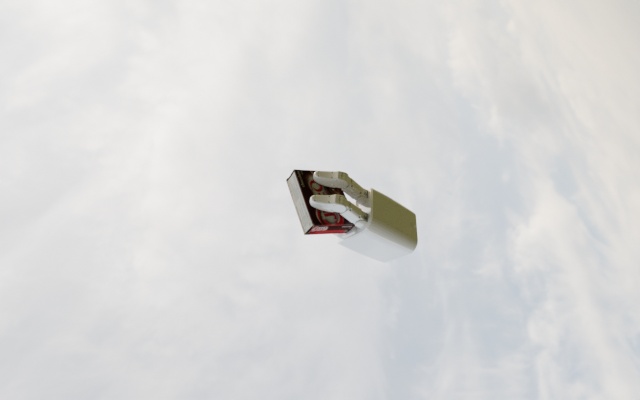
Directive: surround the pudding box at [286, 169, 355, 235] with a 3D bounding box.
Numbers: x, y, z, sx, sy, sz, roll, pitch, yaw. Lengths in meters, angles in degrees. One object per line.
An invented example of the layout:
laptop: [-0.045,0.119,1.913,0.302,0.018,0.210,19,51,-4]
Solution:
pudding box: [0.000,0.003,0.814,0.090,0.113,0.039,1,-35,-37]
